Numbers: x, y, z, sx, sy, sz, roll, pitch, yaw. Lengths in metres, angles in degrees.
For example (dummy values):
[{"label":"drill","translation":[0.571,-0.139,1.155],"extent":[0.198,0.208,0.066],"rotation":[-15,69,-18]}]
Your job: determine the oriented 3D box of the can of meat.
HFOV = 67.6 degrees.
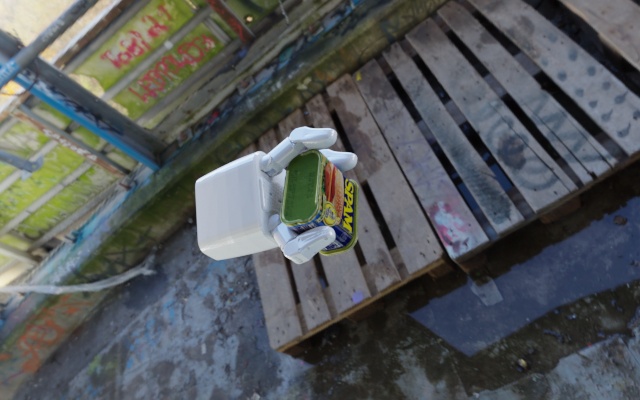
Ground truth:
[{"label":"can of meat","translation":[0.000,0.002,0.566],"extent":[0.057,0.102,0.084],"rotation":[-15,-36,30]}]
